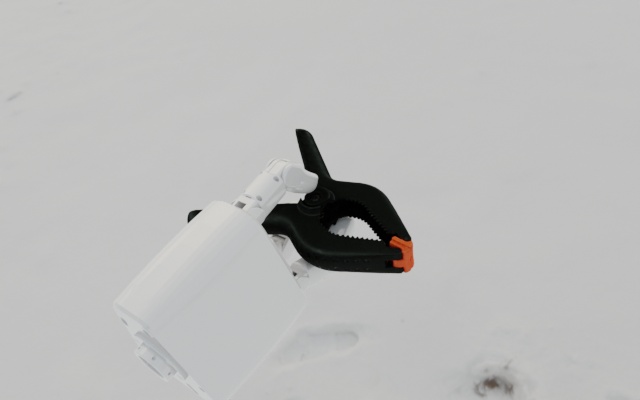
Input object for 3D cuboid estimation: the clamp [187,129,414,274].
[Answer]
[{"bbox_3d":[0.000,0.001,0.442,0.210,0.036,0.164,20,53,31],"label":"clamp"}]
